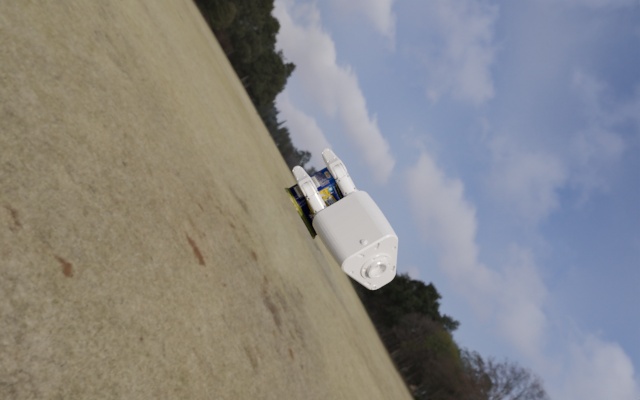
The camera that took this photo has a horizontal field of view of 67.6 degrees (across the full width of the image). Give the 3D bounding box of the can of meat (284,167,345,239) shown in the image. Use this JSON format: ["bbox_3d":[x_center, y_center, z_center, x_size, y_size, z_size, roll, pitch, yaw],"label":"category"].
[{"bbox_3d":[0.000,0.002,0.797,0.084,0.102,0.057,-30,41,-3],"label":"can of meat"}]
